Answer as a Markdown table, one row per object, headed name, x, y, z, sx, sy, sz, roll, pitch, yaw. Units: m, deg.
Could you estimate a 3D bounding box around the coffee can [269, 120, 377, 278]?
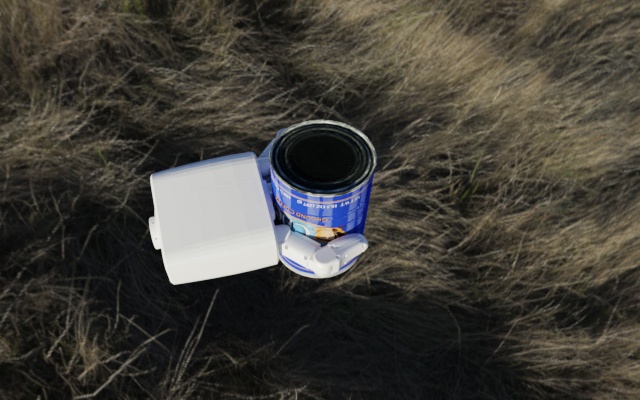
| name | x | y | z | sx | sy | sz | roll | pitch | yaw |
| --- | --- | --- | --- | --- | --- | --- | --- | --- | --- |
| coffee can | 0.000 | 0.002 | 0.504 | 0.103 | 0.102 | 0.140 | 0 | -40 | -3 |
